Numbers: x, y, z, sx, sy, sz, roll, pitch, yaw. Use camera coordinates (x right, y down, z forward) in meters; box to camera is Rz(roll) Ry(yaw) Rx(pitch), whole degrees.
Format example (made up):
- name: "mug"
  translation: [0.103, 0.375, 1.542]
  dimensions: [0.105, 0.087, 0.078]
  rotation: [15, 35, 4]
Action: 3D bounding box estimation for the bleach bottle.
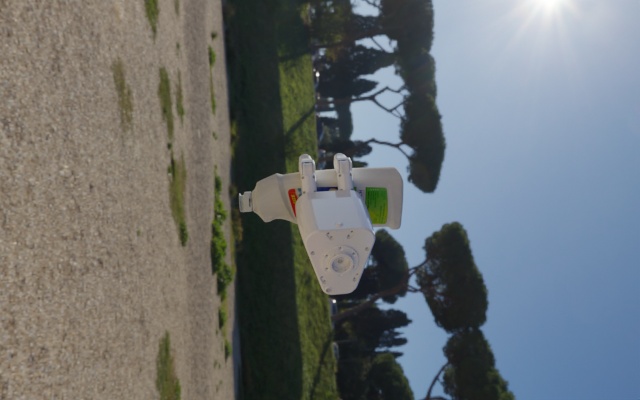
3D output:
- name: "bleach bottle"
  translation: [0.000, 0.002, 0.753]
  dimensions: [0.251, 0.103, 0.068]
  rotation: [-4, 27, -6]
